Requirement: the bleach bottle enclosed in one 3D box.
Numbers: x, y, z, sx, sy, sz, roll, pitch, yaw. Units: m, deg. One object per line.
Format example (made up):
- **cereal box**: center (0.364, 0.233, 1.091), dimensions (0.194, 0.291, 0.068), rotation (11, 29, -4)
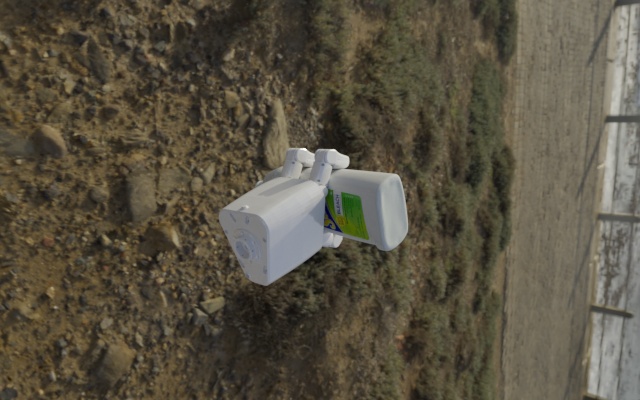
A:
- **bleach bottle**: center (0.000, 0.002, 0.698), dimensions (0.251, 0.103, 0.068), rotation (7, 28, 40)
